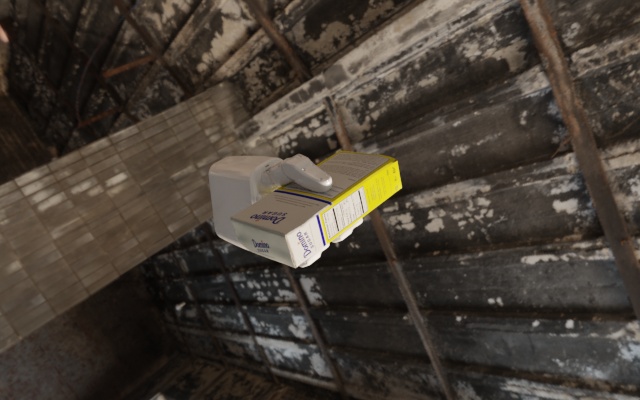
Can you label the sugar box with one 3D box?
[{"bbox_3d":[0.000,0.002,0.524,0.093,0.048,0.176,13,39,45],"label":"sugar box"}]
